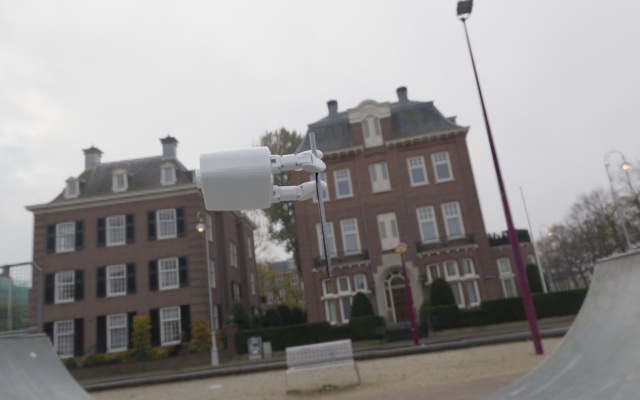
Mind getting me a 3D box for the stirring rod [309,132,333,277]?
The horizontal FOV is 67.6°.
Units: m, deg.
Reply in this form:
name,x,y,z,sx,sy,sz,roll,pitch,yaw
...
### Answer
name,x,y,z,sx,sy,sz,roll,pitch,yaw
stirring rod,0.000,0.003,0.766,0.011,0.239,0.011,-7,-15,-2
